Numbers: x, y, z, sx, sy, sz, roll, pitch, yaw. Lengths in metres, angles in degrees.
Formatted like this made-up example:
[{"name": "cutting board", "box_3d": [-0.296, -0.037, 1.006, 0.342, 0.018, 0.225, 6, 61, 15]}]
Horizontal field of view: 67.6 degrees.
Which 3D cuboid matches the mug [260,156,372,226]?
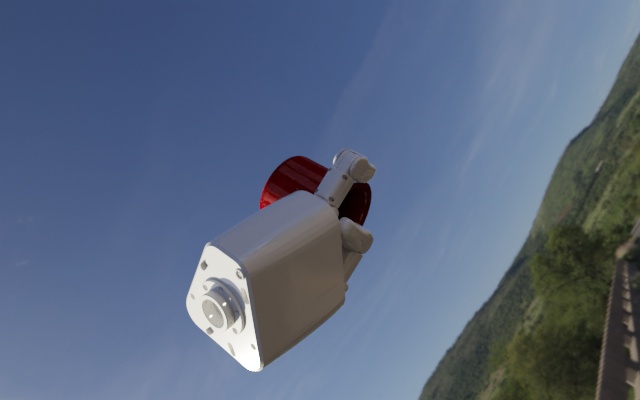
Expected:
[{"name": "mug", "box_3d": [0.001, 0.001, 0.496, 0.081, 0.093, 0.117, 30, 37, 26]}]
